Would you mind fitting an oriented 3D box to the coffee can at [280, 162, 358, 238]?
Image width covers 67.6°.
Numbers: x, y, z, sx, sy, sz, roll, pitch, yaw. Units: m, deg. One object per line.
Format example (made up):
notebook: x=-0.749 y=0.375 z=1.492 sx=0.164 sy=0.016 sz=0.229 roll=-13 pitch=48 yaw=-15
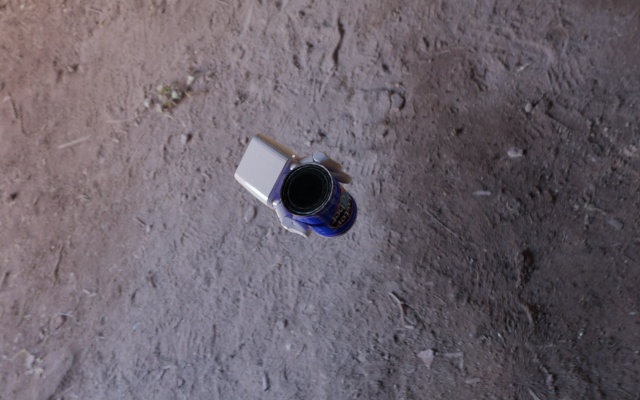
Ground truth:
coffee can: x=0.000 y=0.003 z=0.892 sx=0.103 sy=0.102 sz=0.140 roll=0 pitch=-20 yaw=23
